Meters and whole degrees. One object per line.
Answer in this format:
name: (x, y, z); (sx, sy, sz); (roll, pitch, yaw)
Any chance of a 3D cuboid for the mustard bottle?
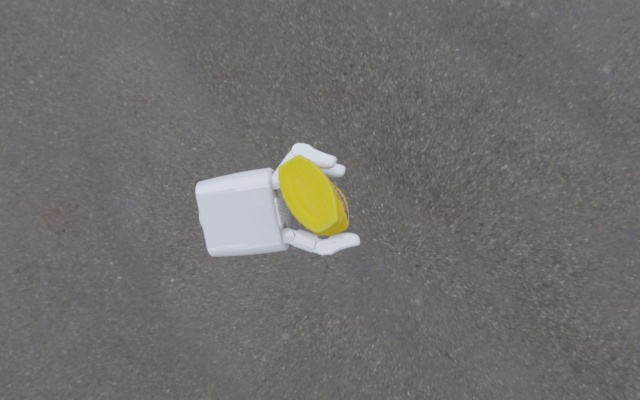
mustard bottle: (0.000, 0.002, 0.639); (0.058, 0.096, 0.191); (-32, -10, 5)
